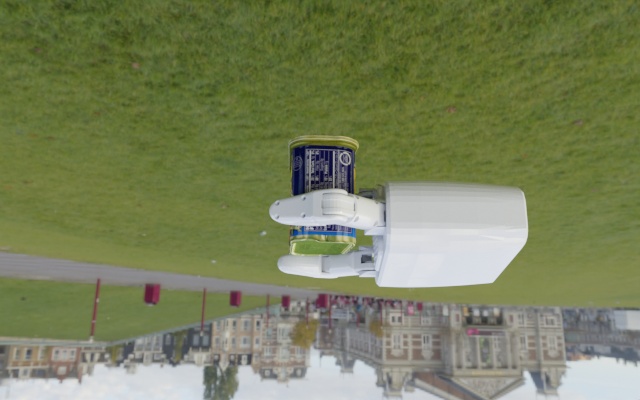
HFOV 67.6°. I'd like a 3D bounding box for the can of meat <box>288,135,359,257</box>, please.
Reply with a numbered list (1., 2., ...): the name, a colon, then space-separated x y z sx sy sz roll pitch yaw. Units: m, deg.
1. can of meat: 0.000 0.002 0.410 0.057 0.084 0.102 1 -13 -4
